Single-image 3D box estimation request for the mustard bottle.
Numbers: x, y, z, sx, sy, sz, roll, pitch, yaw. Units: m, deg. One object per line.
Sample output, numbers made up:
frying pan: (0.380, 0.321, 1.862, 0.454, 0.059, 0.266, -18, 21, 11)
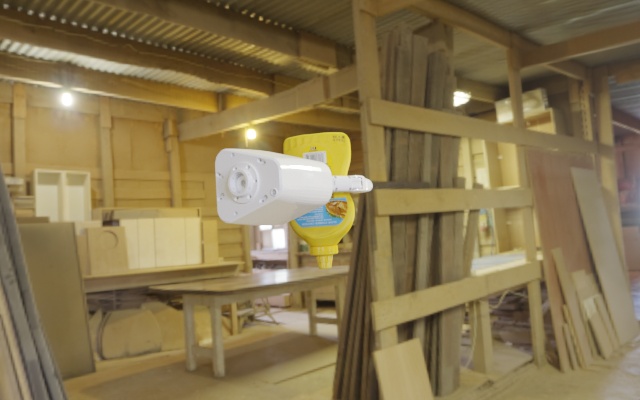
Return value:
mustard bottle: (0.000, 0.002, 0.689, 0.096, 0.191, 0.058, -4, -4, 9)
